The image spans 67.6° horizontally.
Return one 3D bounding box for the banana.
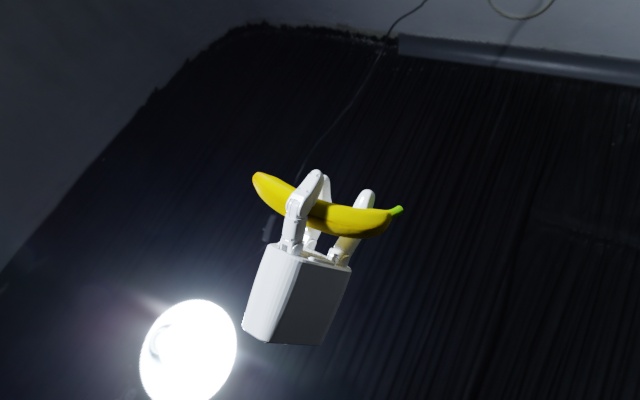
[{"bbox_3d":[-0.002,0.009,0.583,0.198,0.037,0.069,16,25,10],"label":"banana"}]
